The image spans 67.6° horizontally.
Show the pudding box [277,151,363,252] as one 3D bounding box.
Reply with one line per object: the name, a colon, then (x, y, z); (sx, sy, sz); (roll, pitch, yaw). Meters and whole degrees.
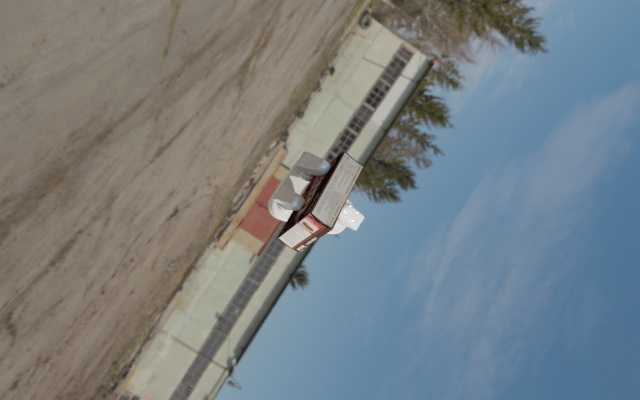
pudding box: (0.000, 0.002, 0.604); (0.039, 0.113, 0.090); (35, -36, -12)
